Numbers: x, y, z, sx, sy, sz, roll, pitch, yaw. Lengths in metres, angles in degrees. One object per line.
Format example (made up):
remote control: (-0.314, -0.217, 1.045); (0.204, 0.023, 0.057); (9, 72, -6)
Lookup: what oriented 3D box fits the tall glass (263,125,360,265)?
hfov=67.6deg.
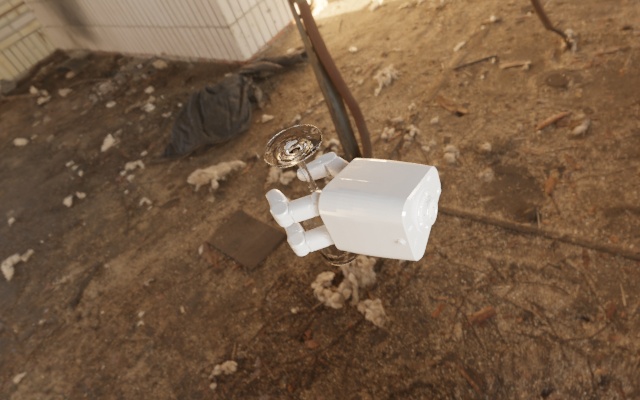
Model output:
tall glass: (0.000, 0.002, 0.627); (0.079, 0.079, 0.201); (0, -43, 27)
